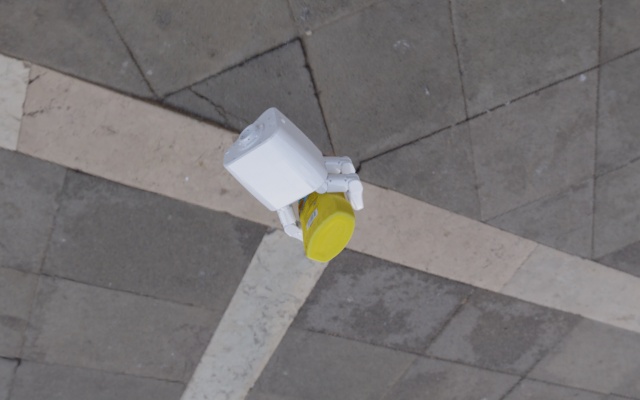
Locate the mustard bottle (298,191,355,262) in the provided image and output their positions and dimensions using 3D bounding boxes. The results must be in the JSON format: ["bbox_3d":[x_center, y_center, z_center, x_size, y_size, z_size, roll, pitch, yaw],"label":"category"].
[{"bbox_3d":[0.000,0.003,0.755,0.058,0.096,0.191,19,28,-22],"label":"mustard bottle"}]
